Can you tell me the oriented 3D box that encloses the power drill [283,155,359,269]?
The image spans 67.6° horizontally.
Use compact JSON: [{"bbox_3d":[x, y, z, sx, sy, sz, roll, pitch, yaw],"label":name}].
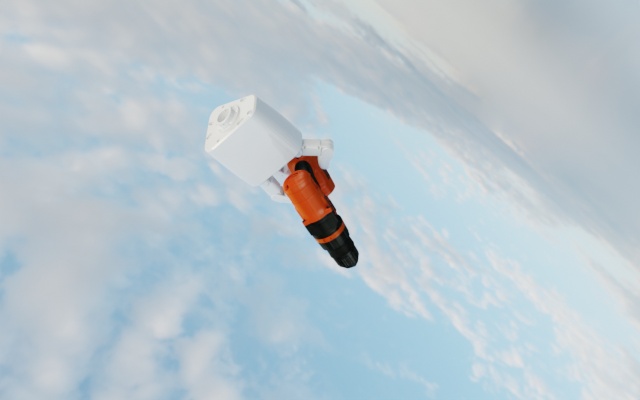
[{"bbox_3d":[0.000,0.002,0.782,0.057,0.184,0.187,-28,27,7],"label":"power drill"}]
